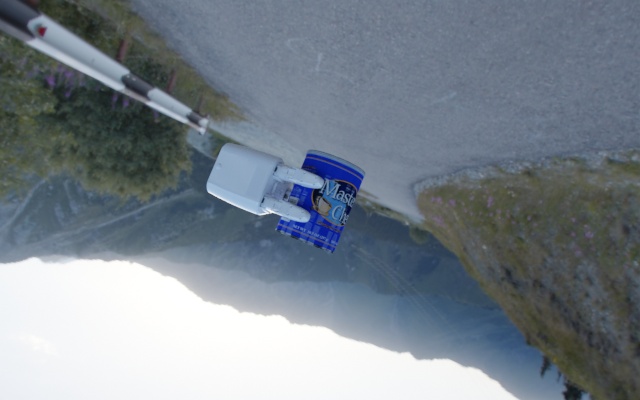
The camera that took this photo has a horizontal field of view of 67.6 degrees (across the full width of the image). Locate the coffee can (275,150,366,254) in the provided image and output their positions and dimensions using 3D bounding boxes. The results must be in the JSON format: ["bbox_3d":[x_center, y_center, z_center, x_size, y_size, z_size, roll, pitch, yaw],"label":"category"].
[{"bbox_3d":[0.000,0.002,0.771,0.103,0.140,0.103,22,-5,2],"label":"coffee can"}]
